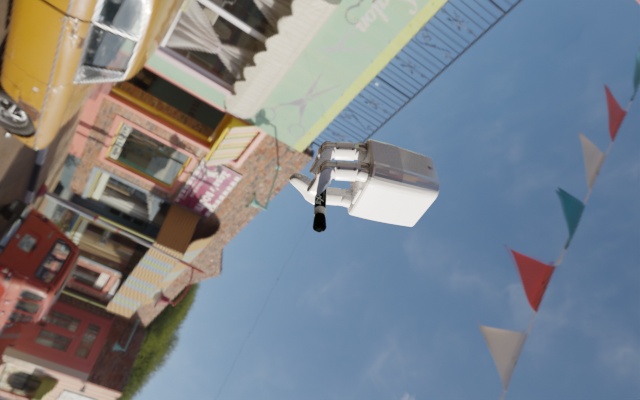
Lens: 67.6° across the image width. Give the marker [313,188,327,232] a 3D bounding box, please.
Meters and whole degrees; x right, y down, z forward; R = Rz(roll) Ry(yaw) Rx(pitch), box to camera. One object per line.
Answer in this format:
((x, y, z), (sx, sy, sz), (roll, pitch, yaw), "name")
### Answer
((0.000, 0.002, 0.693), (0.020, 0.020, 0.121), (0, 39, 2), "marker")
